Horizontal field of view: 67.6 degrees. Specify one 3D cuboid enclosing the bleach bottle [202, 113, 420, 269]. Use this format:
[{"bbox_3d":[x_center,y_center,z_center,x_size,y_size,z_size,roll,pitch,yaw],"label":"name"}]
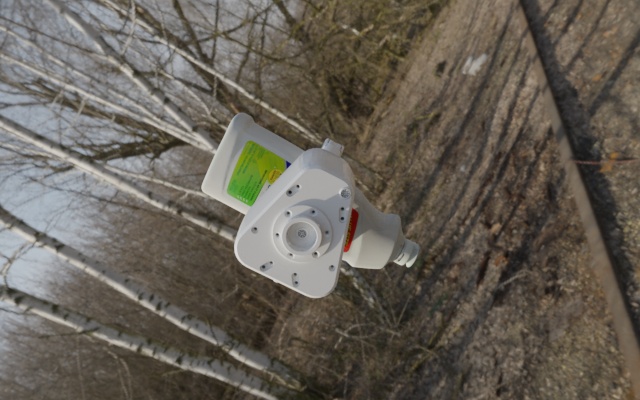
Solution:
[{"bbox_3d":[0.000,0.002,0.544,0.251,0.102,0.068,26,11,-5],"label":"bleach bottle"}]
